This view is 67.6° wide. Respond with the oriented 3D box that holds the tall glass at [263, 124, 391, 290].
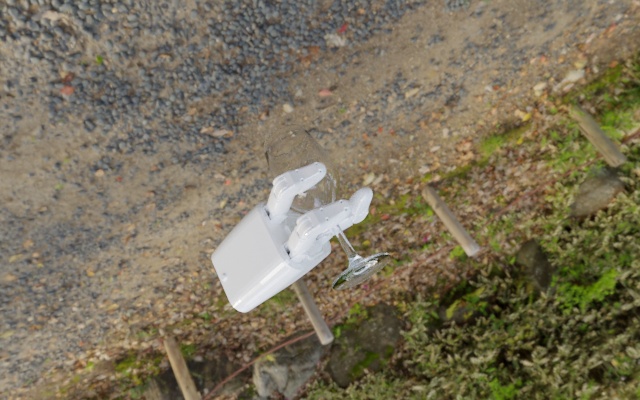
[{"bbox_3d":[0.001,0.002,0.570,0.079,0.201,0.079,-24,-25,-12],"label":"tall glass"}]
